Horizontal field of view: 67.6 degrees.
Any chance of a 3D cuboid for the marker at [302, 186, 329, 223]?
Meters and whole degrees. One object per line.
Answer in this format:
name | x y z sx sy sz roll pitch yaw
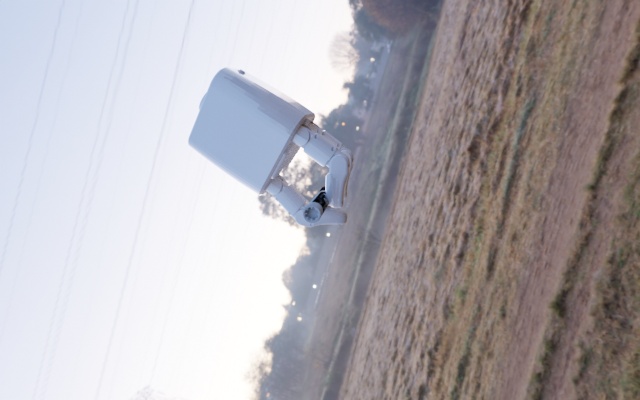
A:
marker | 0.000 0.002 0.525 0.020 0.020 0.121 0 11 9
